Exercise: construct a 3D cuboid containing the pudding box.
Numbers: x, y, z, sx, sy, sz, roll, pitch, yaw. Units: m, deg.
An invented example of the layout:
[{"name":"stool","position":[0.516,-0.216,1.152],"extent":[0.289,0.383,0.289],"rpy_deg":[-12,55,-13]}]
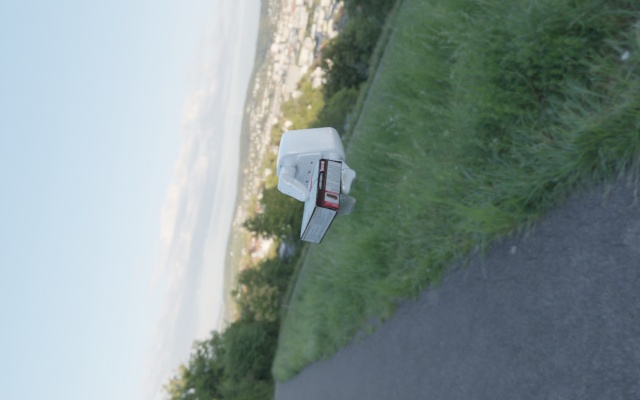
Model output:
[{"name":"pudding box","position":[0.000,0.002,0.738],"extent":[0.039,0.090,0.114],"rpy_deg":[9,-32,-8]}]
